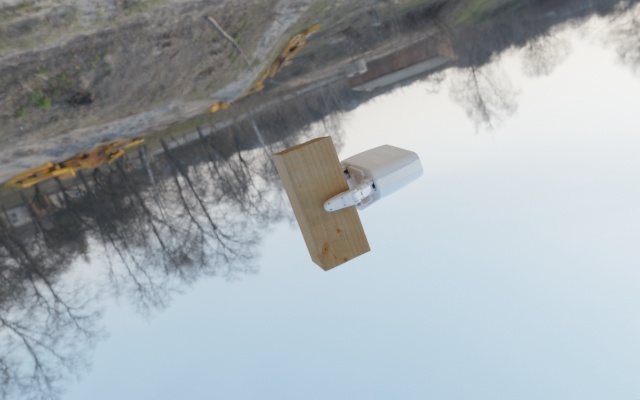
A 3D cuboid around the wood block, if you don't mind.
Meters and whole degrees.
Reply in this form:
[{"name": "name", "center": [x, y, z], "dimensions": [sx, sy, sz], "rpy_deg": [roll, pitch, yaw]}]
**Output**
[{"name": "wood block", "center": [0.001, 0.003, 0.818], "dimensions": [0.090, 0.206, 0.091], "rpy_deg": [-23, 10, -14]}]
